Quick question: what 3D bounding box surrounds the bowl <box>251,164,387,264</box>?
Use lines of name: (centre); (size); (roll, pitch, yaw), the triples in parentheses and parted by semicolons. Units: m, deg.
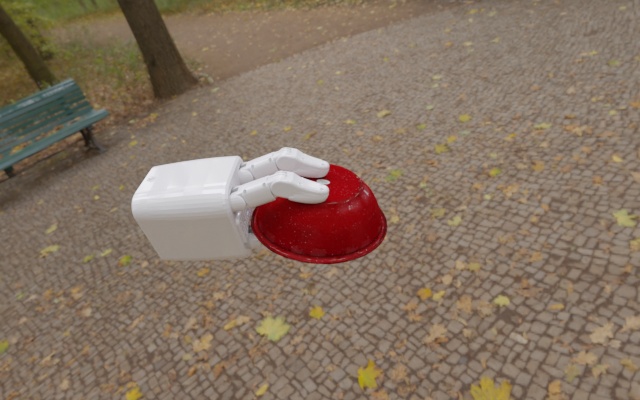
bowl: (0.001, 0.001, 0.552); (0.162, 0.055, 0.162); (3, 32, -2)
